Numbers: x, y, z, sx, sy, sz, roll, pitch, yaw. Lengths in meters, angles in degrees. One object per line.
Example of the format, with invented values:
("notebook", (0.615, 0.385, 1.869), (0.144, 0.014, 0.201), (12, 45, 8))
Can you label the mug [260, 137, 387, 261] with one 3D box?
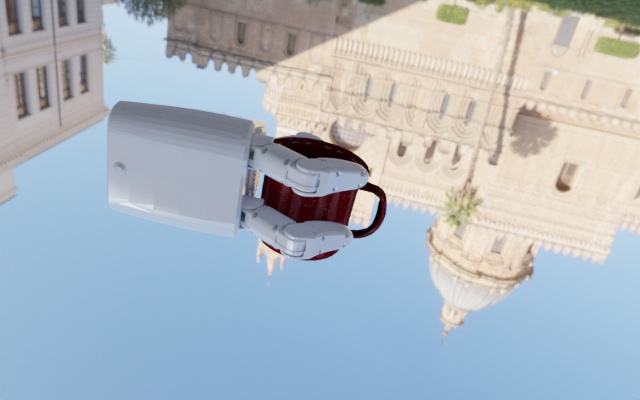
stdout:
("mug", (0.001, 0.002, 0.424), (0.117, 0.081, 0.093), (12, 27, -3))
